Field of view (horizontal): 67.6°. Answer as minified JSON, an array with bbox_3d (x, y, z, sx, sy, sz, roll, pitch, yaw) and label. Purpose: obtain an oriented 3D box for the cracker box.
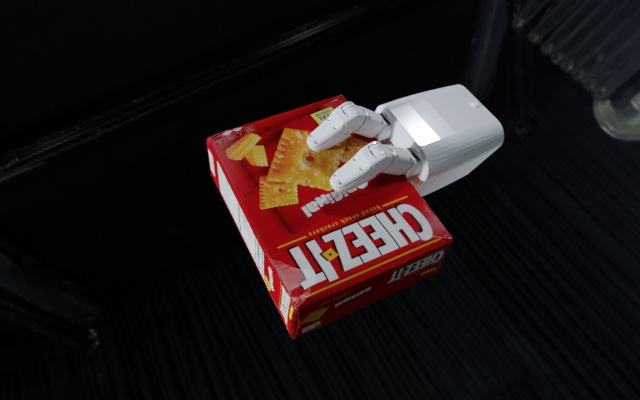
[{"bbox_3d":[0.000,0.002,0.480,0.164,0.213,0.072,-21,-32,-19],"label":"cracker box"}]
